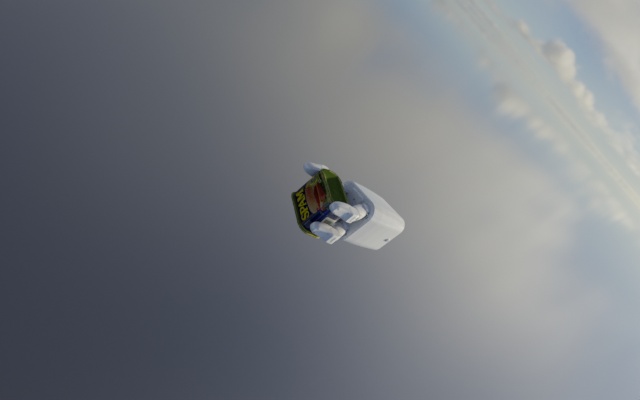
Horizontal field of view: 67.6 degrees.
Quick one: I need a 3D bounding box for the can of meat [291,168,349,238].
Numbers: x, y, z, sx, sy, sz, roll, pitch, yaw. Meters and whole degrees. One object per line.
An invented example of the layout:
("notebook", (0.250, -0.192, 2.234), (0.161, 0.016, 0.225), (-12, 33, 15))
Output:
("can of meat", (0.000, 0.003, 0.869), (0.057, 0.102, 0.084), (27, -56, -38))
